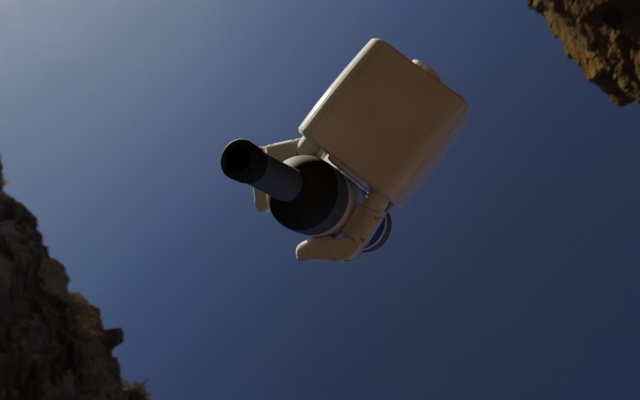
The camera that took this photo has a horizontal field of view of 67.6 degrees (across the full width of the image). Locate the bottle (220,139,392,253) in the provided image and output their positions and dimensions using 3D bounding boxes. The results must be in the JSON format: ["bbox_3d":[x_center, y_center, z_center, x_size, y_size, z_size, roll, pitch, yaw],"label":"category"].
[{"bbox_3d":[0.000,0.002,0.442,0.069,0.069,0.296,0,-11,22],"label":"bottle"}]
